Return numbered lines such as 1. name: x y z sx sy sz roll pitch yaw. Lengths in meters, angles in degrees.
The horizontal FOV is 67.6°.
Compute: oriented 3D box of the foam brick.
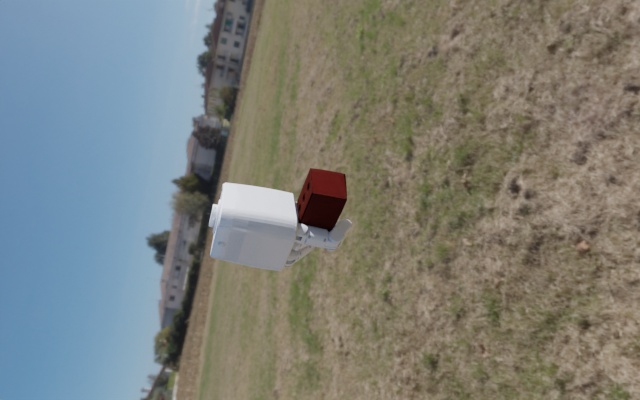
1. foam brick: 0.000 0.002 0.668 0.051 0.053 0.078 11 -47 -13
